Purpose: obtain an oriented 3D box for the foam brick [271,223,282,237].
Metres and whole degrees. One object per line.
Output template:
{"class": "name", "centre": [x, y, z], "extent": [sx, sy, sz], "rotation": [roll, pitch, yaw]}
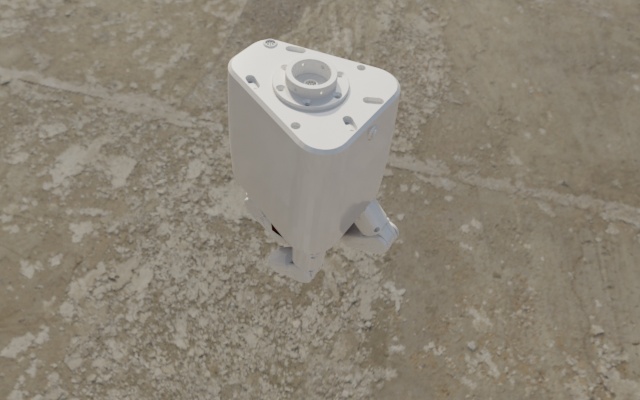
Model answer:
{"class": "foam brick", "centre": [0.000, 0.001, 0.424], "extent": [0.053, 0.078, 0.051], "rotation": [31, -34, 18]}
